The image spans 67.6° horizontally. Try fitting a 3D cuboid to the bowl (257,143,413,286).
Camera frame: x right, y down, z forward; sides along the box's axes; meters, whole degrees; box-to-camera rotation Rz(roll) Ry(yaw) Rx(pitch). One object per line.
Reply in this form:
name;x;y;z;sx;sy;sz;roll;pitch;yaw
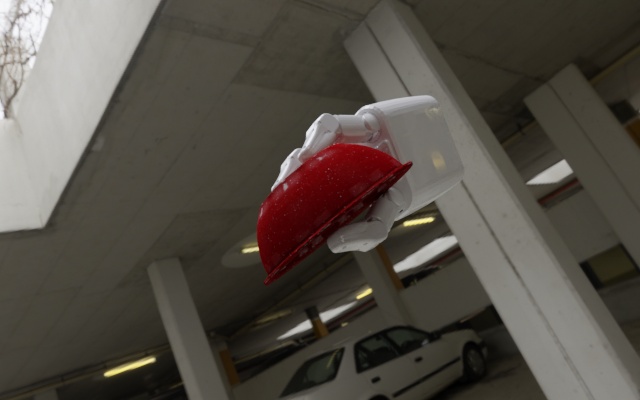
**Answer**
bowl;-0.001;0.001;0.410;0.162;0.055;0.162;-39;-6;-5
